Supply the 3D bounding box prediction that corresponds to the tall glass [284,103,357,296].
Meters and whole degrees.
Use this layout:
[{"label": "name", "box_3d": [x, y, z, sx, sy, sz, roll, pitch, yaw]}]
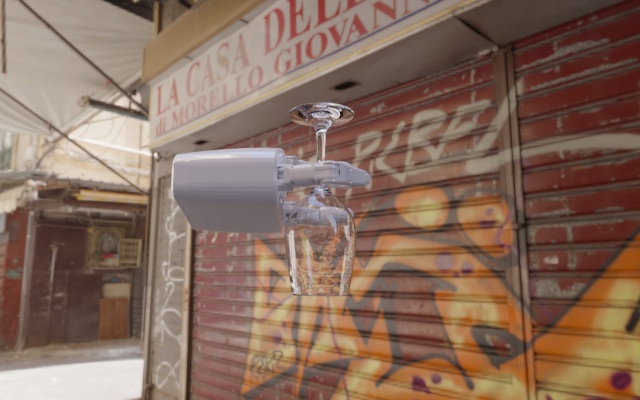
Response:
[{"label": "tall glass", "box_3d": [0.000, 0.001, 0.520, 0.079, 0.201, 0.079, 0, -9, 0]}]
